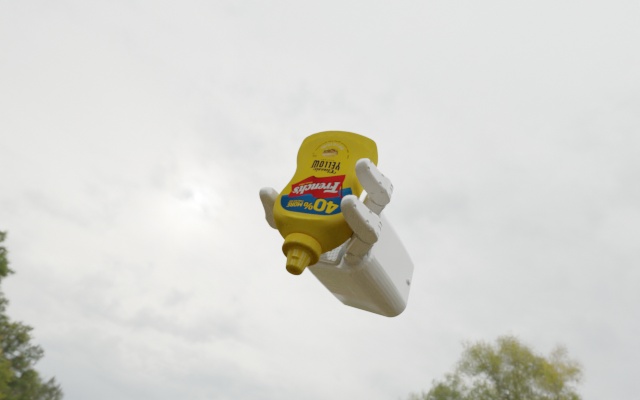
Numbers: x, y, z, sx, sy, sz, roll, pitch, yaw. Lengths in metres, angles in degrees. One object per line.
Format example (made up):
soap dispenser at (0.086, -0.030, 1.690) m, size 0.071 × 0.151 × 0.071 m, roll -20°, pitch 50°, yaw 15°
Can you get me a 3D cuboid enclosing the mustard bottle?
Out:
mustard bottle at (0.000, 0.001, 0.535) m, size 0.096 × 0.191 × 0.058 m, roll 7°, pitch -41°, yaw 17°
